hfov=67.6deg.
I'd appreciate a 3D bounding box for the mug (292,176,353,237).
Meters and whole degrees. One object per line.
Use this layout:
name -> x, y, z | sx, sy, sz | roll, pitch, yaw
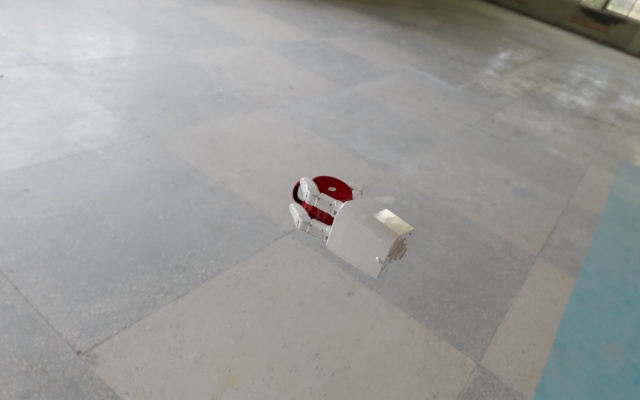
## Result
mug -> -0.001, 0.002, 0.868 | 0.117, 0.081, 0.093 | 32, 36, 20
